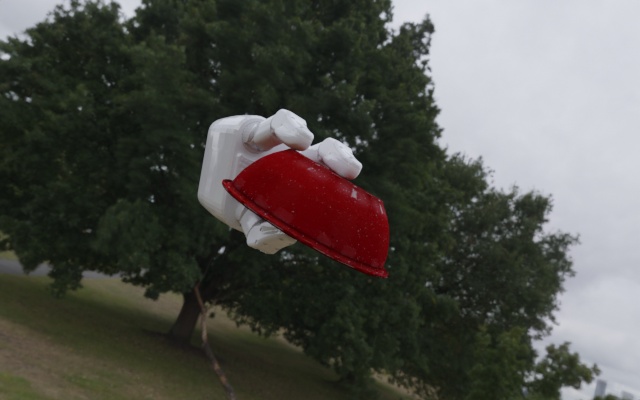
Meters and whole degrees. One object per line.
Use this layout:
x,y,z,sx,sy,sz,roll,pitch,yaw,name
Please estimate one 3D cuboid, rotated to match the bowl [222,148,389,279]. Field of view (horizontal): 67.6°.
0.001,0.001,0.407,0.162,0.055,0.162,30,4,-2,bowl
